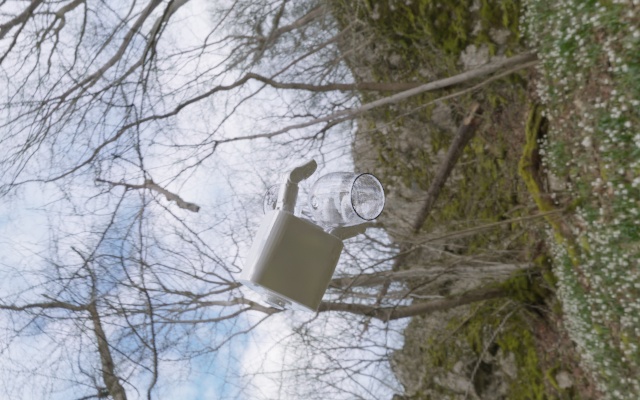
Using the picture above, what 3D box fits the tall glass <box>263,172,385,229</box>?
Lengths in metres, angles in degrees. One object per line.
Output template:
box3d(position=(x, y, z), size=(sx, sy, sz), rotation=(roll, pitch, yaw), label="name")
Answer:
box3d(position=(0.000, 0.002, 0.688), size=(0.079, 0.079, 0.201), rotation=(0, -4, -38), label="tall glass")
